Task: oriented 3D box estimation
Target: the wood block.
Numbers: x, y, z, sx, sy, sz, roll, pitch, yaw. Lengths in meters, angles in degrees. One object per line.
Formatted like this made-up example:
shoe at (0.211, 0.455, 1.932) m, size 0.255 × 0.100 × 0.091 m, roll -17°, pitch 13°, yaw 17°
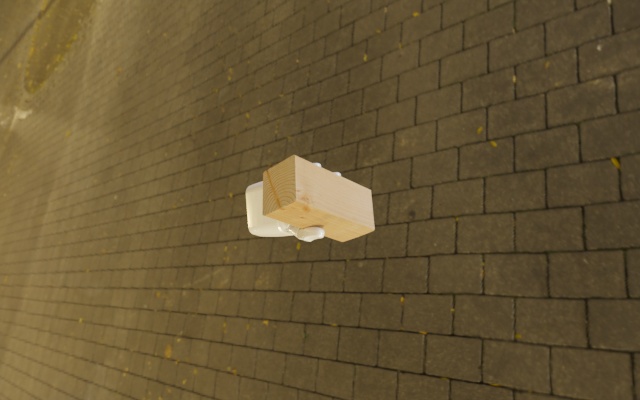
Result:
wood block at (0.000, 0.003, 0.894) m, size 0.206 × 0.090 × 0.090 m, roll 21°, pitch -33°, yaw -41°
